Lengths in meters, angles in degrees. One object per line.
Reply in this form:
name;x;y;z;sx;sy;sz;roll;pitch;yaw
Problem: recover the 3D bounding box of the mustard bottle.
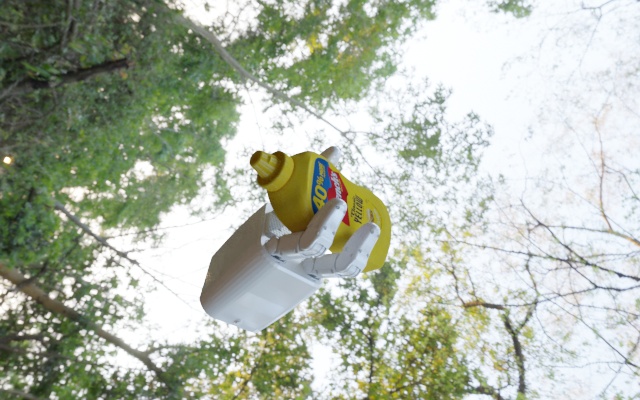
mustard bottle;0.001;0.002;0.512;0.058;0.096;0.192;-21;-40;38
